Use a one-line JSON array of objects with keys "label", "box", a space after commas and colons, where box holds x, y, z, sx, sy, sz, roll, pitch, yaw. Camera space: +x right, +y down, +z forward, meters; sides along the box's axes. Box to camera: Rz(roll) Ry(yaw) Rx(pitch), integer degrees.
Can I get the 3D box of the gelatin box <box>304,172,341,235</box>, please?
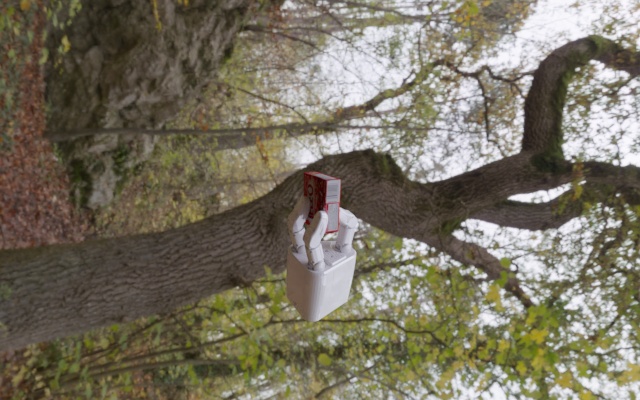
[{"label": "gelatin box", "box": [0.001, 0.002, 0.779, 0.030, 0.089, 0.073, -6, 16, -30]}]
